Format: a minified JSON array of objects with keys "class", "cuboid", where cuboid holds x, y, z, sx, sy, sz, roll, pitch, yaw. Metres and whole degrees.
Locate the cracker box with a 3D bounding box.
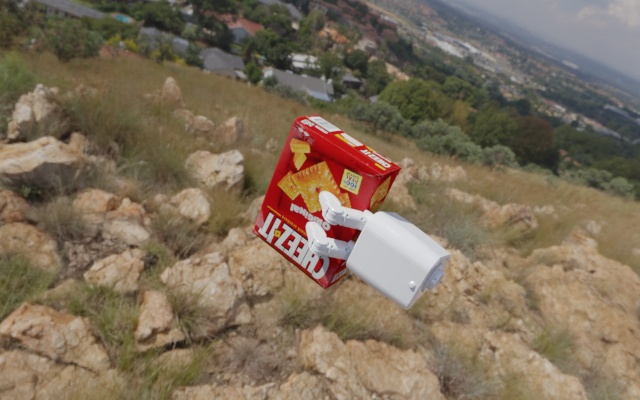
[{"class":"cracker box","cuboid":[0.000,0.002,0.730,0.164,0.214,0.072,36,29,21]}]
